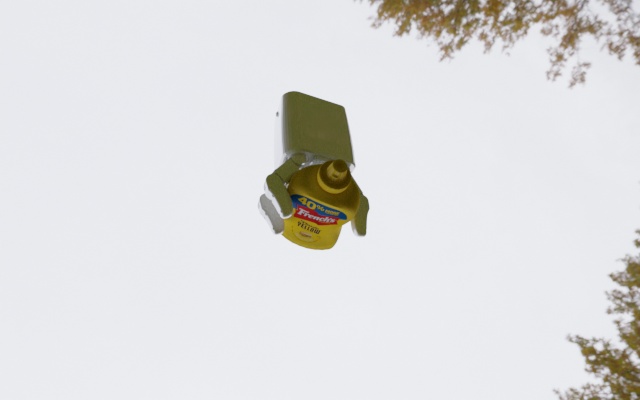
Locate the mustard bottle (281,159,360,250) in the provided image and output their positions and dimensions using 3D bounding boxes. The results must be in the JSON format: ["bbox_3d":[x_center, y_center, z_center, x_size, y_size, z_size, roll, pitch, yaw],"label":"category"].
[{"bbox_3d":[0.000,0.002,0.635,0.096,0.058,0.192,24,-31,-3],"label":"mustard bottle"}]
